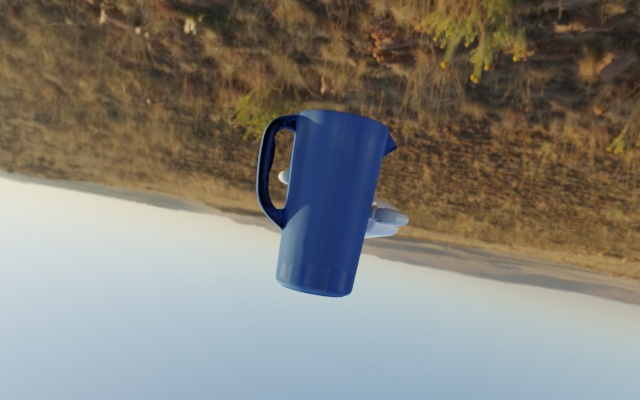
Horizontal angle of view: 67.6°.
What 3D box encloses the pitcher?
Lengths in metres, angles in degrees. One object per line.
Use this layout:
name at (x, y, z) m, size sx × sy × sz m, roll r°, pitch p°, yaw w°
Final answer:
pitcher at (0.000, 0.002, 0.660) m, size 0.149 × 0.243 × 0.145 m, roll 8°, pitch -4°, yaw 32°
